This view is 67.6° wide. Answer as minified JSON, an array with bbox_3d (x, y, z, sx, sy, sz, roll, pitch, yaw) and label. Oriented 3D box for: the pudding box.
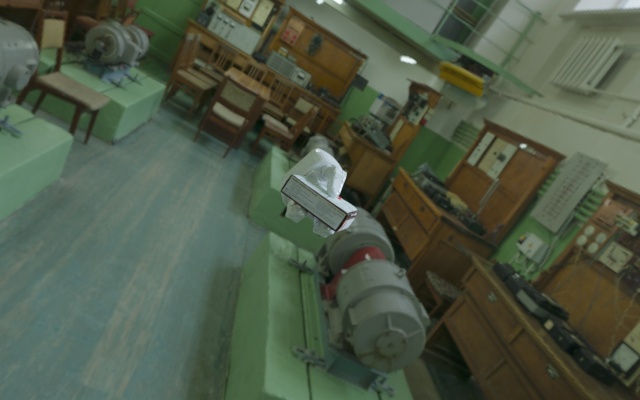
[{"bbox_3d":[0.000,0.002,0.770,0.113,0.039,0.090,34,10,12],"label":"pudding box"}]
